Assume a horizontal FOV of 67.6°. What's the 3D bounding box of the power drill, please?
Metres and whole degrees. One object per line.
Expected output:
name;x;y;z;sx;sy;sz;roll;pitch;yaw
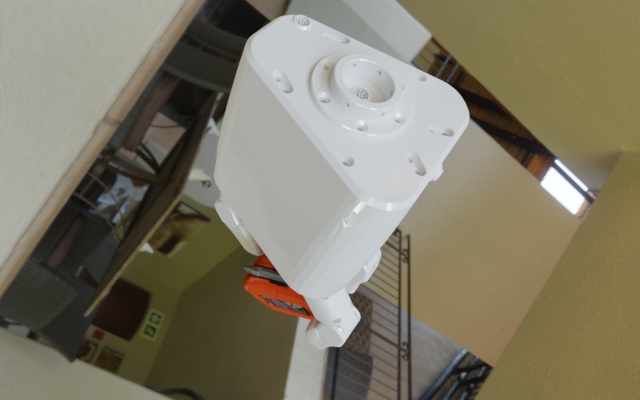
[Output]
power drill;0.000;0.002;0.402;0.057;0.187;0.184;12;-18;11
